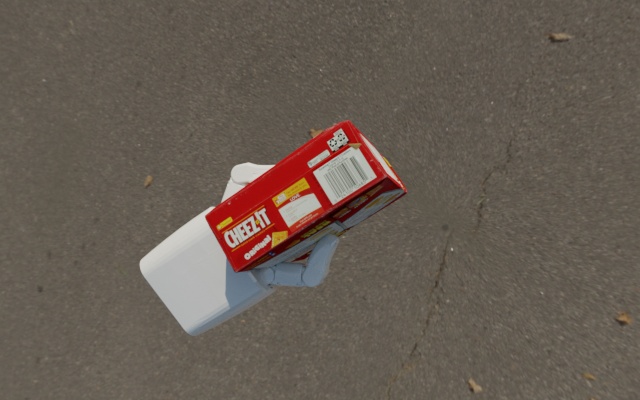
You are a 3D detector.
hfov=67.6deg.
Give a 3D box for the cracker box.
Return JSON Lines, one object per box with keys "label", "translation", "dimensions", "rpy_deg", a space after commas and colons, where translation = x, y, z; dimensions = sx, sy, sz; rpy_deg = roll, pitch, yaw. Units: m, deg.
{"label": "cracker box", "translation": [0.000, 0.002, 0.520], "dimensions": [0.164, 0.072, 0.214], "rpy_deg": [-33, -10, 11]}
